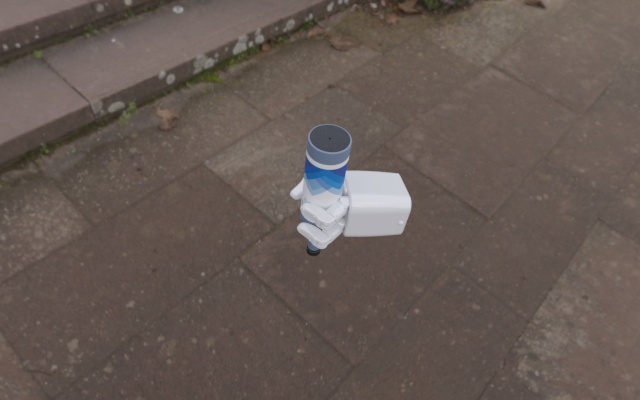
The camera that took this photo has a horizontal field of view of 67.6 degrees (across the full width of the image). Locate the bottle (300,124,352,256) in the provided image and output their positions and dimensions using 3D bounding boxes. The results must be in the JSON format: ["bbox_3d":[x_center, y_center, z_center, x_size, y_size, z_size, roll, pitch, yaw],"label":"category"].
[{"bbox_3d":[0.000,0.003,0.825,0.069,0.069,0.296,0,-41,-7],"label":"bottle"}]
